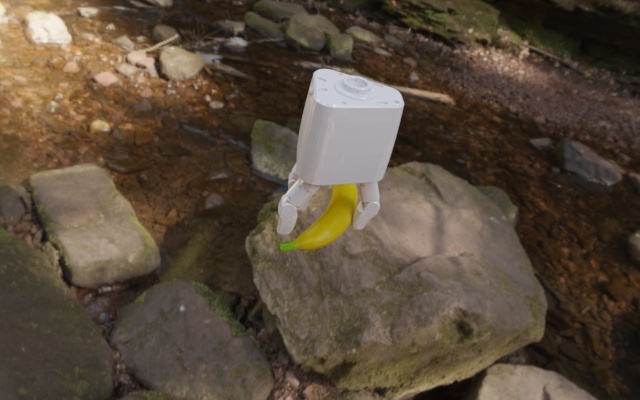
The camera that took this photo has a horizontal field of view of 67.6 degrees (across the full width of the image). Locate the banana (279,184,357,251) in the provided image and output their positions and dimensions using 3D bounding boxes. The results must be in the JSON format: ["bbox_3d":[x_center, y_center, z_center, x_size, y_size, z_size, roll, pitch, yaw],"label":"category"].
[{"bbox_3d":[0.016,0.010,0.670,0.069,0.037,0.197,20,40,15],"label":"banana"}]
